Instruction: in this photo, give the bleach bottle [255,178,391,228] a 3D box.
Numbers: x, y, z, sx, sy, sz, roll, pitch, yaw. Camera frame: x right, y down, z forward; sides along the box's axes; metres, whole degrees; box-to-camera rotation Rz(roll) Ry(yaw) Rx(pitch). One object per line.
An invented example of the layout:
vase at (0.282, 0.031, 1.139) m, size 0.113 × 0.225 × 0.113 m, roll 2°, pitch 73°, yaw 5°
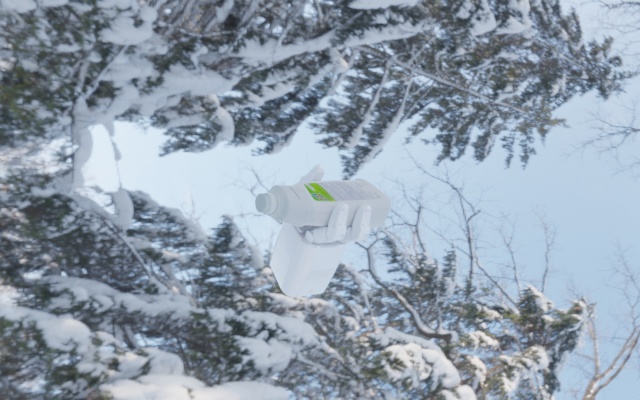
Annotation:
bleach bottle at (0.000, 0.003, 0.777) m, size 0.251 × 0.068 × 0.102 m, roll 2°, pitch 27°, yaw -43°
